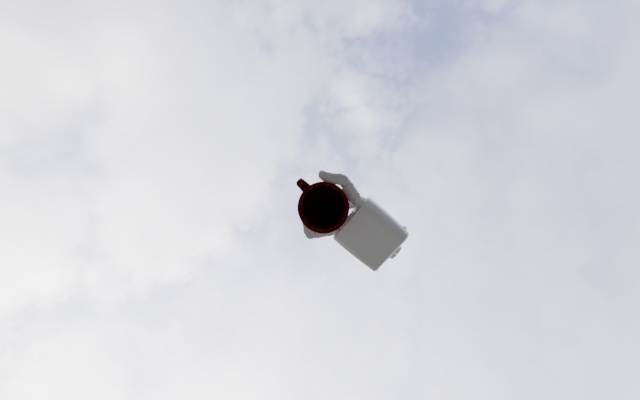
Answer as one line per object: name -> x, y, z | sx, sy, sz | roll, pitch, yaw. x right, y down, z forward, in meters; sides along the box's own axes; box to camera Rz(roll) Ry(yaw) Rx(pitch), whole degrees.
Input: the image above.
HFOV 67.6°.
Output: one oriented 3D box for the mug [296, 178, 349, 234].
mug -> -0.001, 0.002, 0.890 | 0.117, 0.093, 0.081 | 42, 6, 3
